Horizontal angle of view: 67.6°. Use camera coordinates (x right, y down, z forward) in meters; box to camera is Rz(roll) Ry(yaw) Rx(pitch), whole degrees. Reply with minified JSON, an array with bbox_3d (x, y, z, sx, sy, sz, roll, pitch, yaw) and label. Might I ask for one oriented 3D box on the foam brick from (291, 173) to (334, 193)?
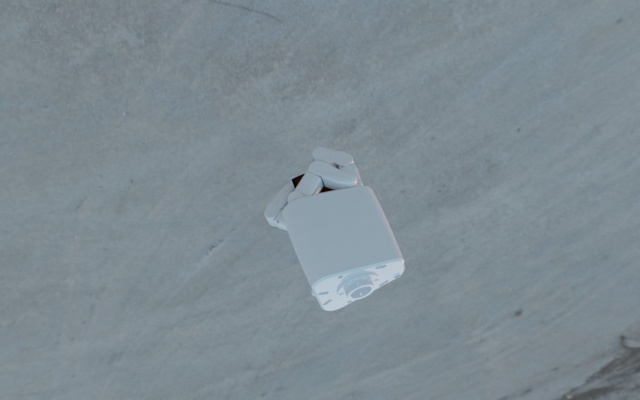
[{"bbox_3d":[0.000,0.002,0.629,0.053,0.051,0.078,-22,-34,-2],"label":"foam brick"}]
